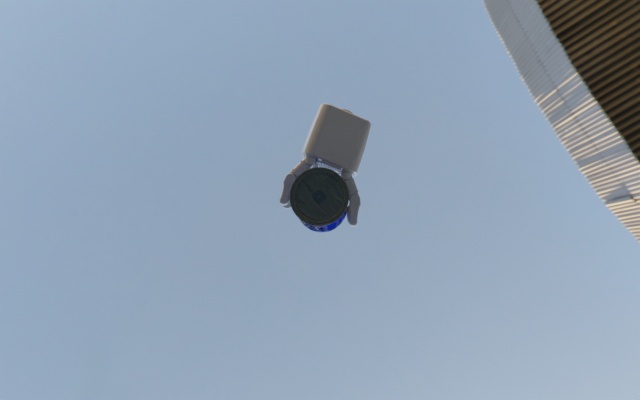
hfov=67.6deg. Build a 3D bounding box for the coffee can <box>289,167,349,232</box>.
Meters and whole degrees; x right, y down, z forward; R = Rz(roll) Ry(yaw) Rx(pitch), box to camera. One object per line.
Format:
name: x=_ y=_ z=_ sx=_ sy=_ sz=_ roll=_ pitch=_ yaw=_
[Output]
coffee can: x=0.000 y=0.003 z=0.885 sx=0.103 sy=0.103 sz=0.140 roll=0 pitch=-8 yaw=2
